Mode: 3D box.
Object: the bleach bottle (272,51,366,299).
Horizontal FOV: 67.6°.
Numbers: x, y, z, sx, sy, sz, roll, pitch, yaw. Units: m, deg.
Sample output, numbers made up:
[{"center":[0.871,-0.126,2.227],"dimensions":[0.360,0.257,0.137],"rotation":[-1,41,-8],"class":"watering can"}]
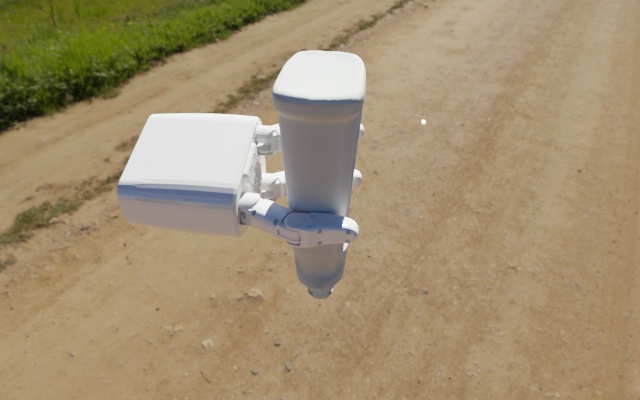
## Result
[{"center":[0.000,0.001,0.438],"dimensions":[0.068,0.251,0.102],"rotation":[5,37,5],"class":"bleach bottle"}]
